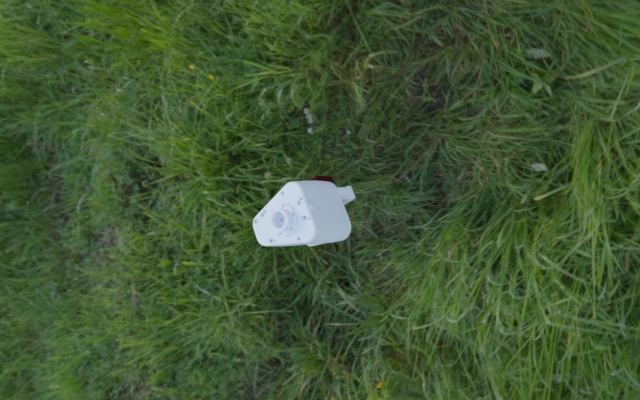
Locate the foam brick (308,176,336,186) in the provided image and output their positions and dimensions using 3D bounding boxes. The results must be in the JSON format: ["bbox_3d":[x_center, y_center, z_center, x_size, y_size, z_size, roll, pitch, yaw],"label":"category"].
[{"bbox_3d":[0.000,0.002,0.812,0.053,0.078,0.051,-27,-14,28],"label":"foam brick"}]
